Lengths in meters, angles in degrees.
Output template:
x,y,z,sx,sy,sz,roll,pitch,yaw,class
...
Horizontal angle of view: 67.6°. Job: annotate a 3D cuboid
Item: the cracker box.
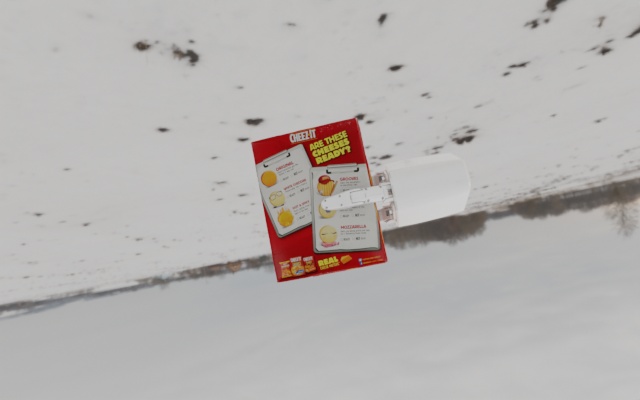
x,y,z,sx,sy,sz,roll,pitch,yaw,class
0.000,0.003,0.718,0.164,0.213,0.072,-12,-6,7,cracker box
